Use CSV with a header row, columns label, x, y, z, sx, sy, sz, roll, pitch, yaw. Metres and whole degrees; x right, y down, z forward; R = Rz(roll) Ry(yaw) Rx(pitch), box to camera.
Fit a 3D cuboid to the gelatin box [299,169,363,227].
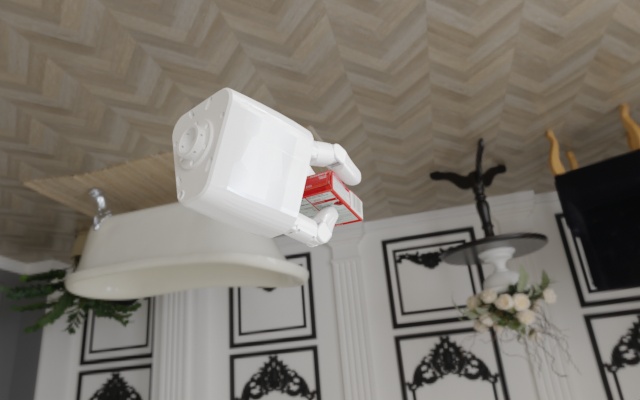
label,x,y,z,sx,sy,sz,roll,pitch,yaw
gelatin box,0.000,0.002,0.569,0.073,0.030,0.089,-14,-32,25
